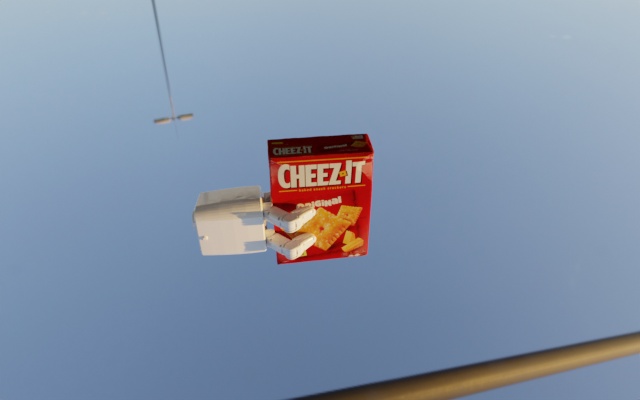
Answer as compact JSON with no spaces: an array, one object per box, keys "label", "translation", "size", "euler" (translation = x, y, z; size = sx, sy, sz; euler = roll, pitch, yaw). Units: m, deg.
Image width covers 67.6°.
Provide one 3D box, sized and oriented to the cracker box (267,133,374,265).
[{"label":"cracker box","translation":[0.000,0.003,0.797],"size":[0.164,0.214,0.072],"euler":[-5,36,-6]}]
